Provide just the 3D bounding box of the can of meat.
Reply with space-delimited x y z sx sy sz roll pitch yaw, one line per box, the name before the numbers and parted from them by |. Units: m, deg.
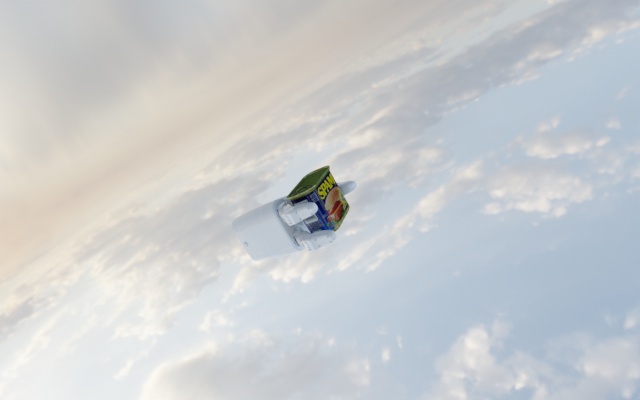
can of meat | 0.000 0.003 0.792 0.057 0.084 0.102 -21 18 29
